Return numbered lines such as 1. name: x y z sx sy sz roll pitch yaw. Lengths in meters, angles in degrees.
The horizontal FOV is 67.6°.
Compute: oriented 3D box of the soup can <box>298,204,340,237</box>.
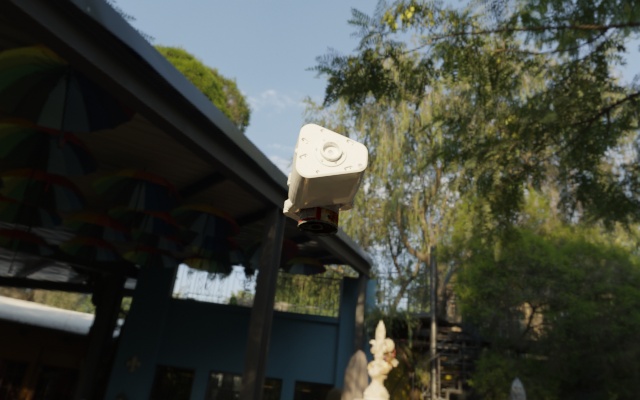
1. soup can: 0.000 0.003 0.824 0.068 0.102 0.068 5 -25 2
